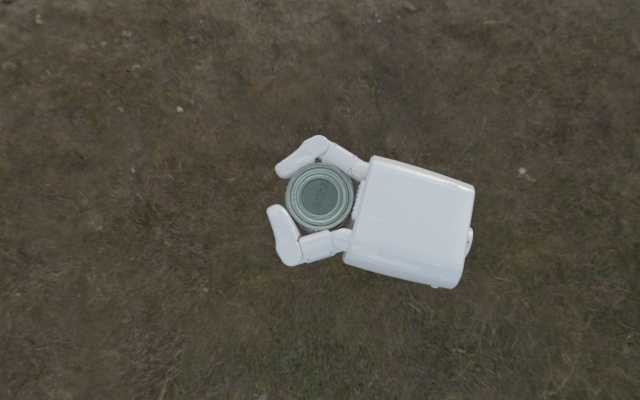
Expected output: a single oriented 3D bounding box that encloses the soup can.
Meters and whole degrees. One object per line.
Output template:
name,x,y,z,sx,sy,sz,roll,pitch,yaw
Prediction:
soup can,0.000,0.001,0.497,0.068,0.068,0.102,0,-6,1
